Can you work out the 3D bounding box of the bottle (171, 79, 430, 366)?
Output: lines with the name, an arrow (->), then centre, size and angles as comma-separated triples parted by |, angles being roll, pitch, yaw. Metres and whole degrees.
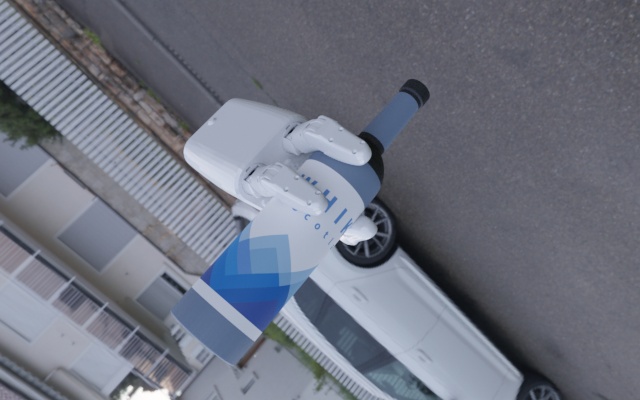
bottle -> 0.000, 0.002, 0.414 | 0.069, 0.295, 0.069 | 37, -16, 13
